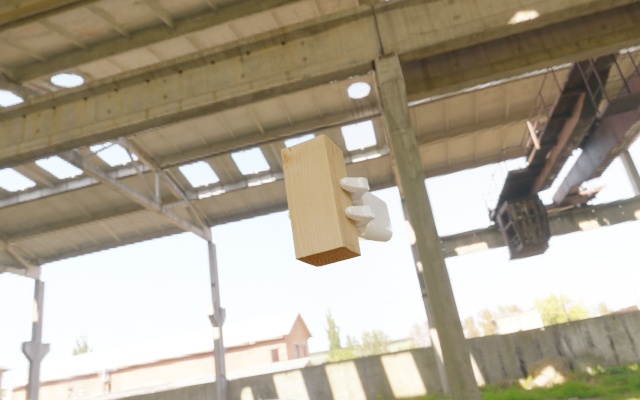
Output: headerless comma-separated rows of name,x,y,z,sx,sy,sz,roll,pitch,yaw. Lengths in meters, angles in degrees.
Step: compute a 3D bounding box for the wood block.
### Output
wood block,0.000,0.003,0.845,0.091,0.206,0.090,-18,-23,20
